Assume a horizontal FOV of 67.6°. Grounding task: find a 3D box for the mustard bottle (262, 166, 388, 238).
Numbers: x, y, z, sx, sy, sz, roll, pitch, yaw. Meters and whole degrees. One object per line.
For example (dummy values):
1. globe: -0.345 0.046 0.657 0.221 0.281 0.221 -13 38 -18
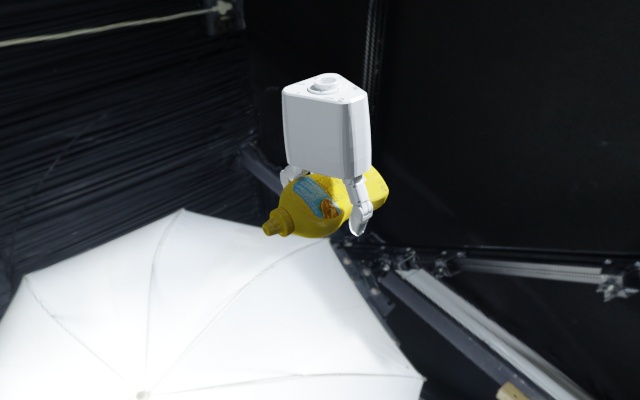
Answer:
1. mustard bottle: 0.000 0.002 0.687 0.191 0.096 0.058 -27 -27 -30
